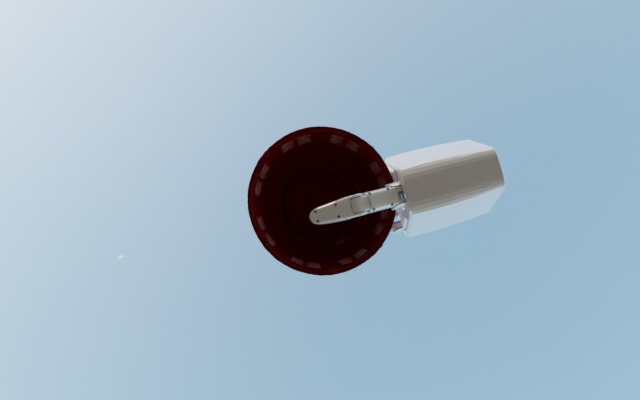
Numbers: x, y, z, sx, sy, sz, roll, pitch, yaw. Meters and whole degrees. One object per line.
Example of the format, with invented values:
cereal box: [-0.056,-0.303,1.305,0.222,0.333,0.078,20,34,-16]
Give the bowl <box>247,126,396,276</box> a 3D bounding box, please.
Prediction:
bowl: [-0.001,0.002,0.537,0.162,0.162,0.055,0,-6,-7]
